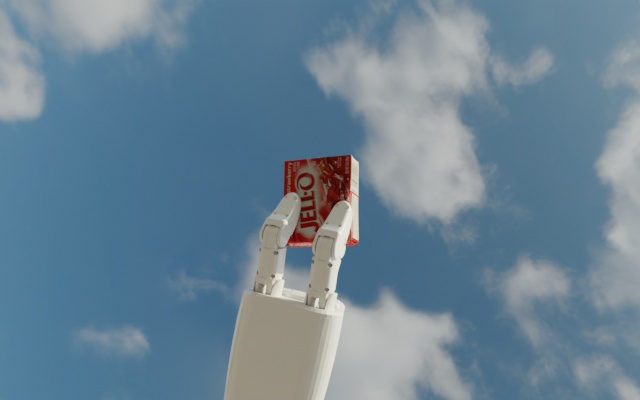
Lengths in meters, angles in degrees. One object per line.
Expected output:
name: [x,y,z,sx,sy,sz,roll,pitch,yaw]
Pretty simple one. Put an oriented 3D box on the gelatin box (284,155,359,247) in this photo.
gelatin box: [0.000,0.001,0.484,0.073,0.089,0.030,-4,-15,20]
